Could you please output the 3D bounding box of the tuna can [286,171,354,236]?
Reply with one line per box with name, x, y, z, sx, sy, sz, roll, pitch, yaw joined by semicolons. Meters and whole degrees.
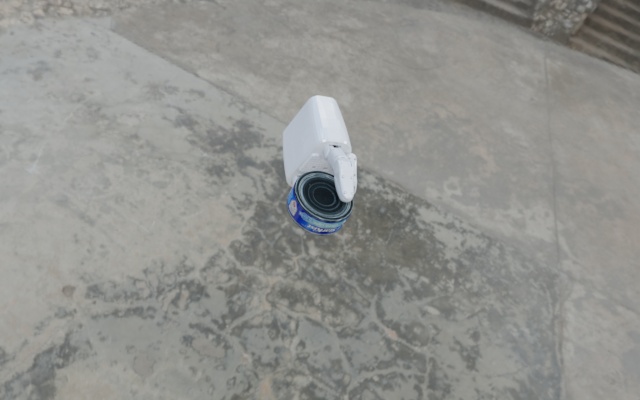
tuna can;0.000;0.002;0.635;0.086;0.086;0.034;0;-36;-26
